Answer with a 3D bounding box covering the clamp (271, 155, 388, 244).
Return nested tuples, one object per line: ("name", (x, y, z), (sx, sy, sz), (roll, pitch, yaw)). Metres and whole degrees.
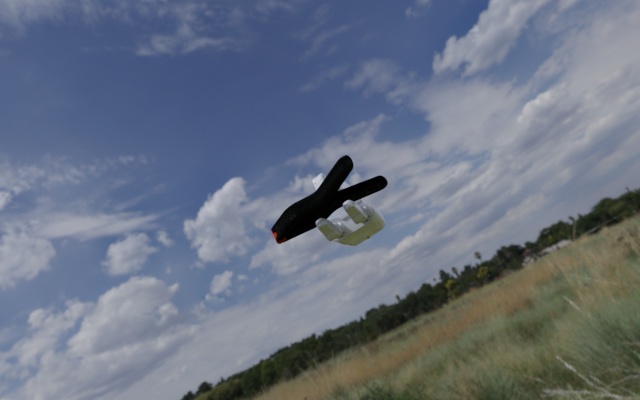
("clamp", (-0.001, 0.002, 0.775), (0.210, 0.036, 0.164), (-32, -23, 12))
